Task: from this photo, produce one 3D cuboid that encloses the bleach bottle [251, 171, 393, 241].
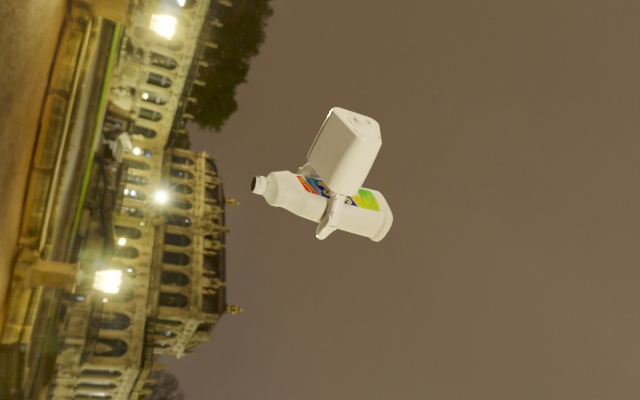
[{"bbox_3d":[0.000,0.003,0.851,0.251,0.068,0.102,13,34,-24],"label":"bleach bottle"}]
